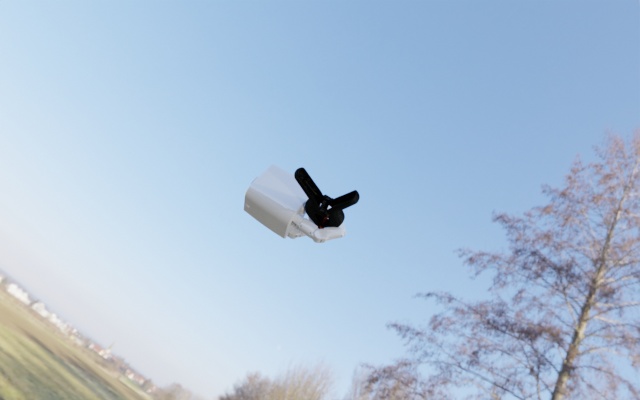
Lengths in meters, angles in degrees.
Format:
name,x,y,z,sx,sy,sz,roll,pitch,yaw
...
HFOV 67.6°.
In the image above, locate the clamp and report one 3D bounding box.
name,x,y,z,sx,sy,sz,roll,pitch,yaw
clamp,0.001,0.003,0.875,0.120,0.039,0.171,33,-29,6
